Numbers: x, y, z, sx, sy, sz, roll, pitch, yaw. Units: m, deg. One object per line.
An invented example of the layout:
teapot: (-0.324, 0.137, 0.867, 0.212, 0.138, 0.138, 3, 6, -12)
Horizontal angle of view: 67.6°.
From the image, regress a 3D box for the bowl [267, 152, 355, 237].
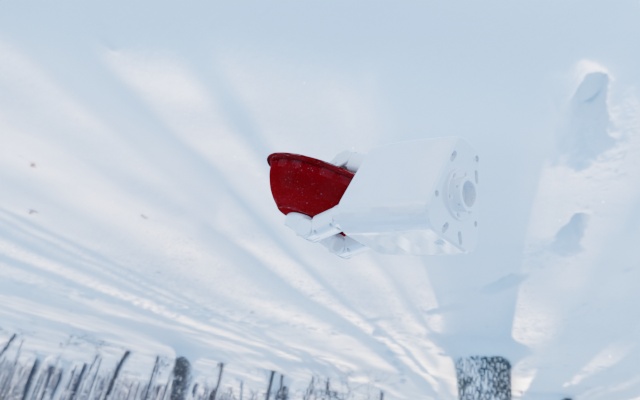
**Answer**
bowl: (-0.001, 0.002, 0.582, 0.162, 0.055, 0.162, 21, -12, 5)
